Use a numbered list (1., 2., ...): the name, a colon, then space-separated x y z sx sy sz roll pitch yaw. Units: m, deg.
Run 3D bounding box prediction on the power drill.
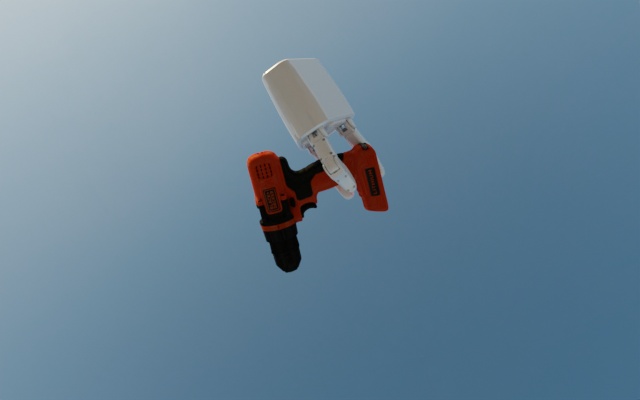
1. power drill: 0.000 0.002 0.700 0.187 0.184 0.057 -15 15 -4
